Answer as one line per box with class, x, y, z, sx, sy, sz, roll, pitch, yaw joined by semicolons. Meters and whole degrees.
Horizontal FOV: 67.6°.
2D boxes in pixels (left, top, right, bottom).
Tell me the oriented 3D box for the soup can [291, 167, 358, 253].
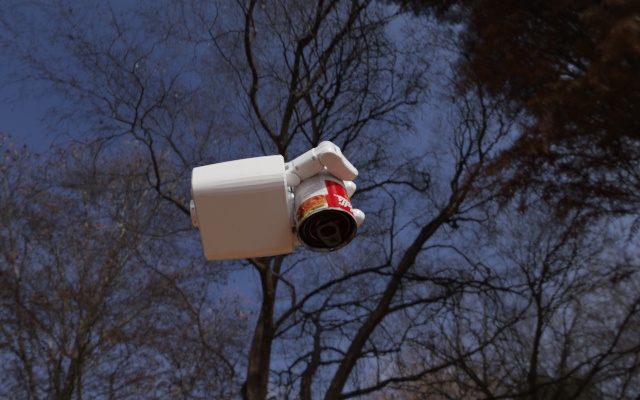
soup can;0.001;0.001;0.564;0.068;0.069;0.102;0;41;-11
